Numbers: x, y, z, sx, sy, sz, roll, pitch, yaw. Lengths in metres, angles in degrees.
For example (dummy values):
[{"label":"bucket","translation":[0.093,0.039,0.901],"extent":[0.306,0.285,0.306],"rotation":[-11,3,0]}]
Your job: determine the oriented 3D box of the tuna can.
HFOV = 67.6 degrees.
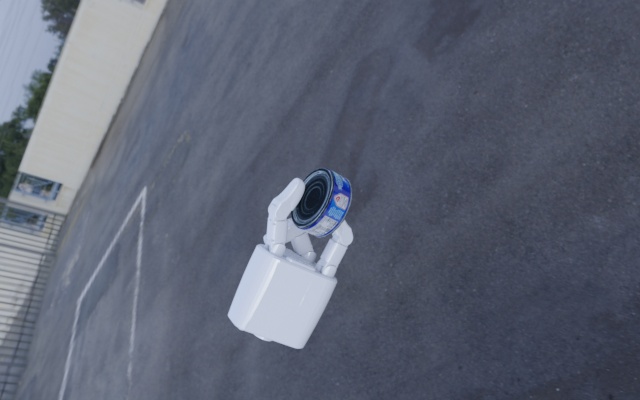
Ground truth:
[{"label":"tuna can","translation":[0.000,0.002,0.610],"extent":[0.034,0.086,0.086],"rotation":[27,-15,-31]}]
